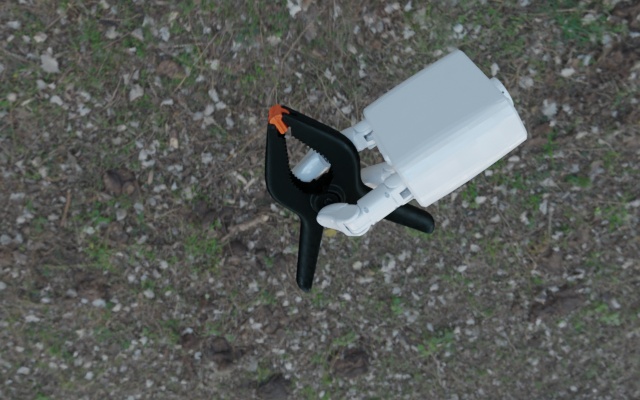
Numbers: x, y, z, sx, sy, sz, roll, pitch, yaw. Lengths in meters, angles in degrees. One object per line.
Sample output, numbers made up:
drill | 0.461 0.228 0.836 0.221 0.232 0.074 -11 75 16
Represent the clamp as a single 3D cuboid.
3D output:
clamp | 0.000 0.002 0.480 0.164 0.210 0.036 -34 30 12
